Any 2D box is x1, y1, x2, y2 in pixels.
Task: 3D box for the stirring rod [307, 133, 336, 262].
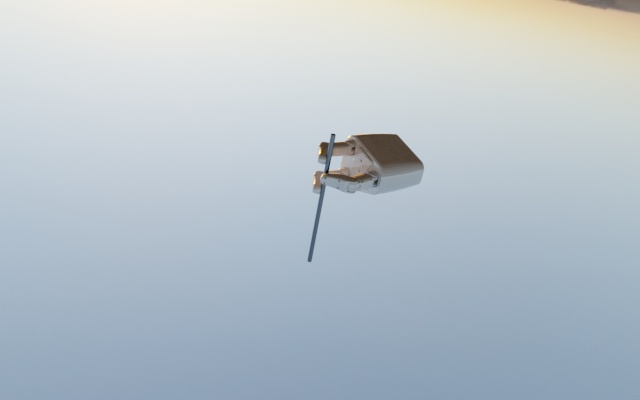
[{"bbox_3d":[0.000,0.003,0.796,0.011,0.240,0.011,8,27,-4],"label":"stirring rod"}]
